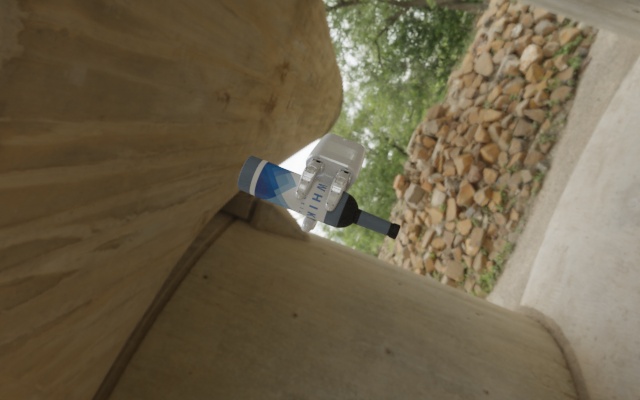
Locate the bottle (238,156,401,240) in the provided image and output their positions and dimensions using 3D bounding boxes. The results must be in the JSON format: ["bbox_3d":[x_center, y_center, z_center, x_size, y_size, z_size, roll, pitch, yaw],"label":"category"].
[{"bbox_3d":[0.000,0.003,0.853,0.295,0.069,0.069,22,2,5],"label":"bottle"}]
